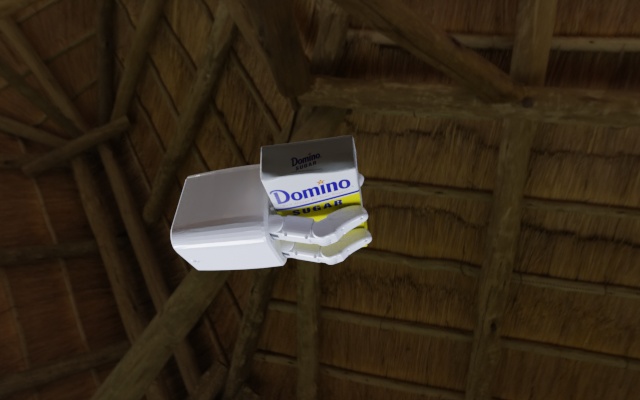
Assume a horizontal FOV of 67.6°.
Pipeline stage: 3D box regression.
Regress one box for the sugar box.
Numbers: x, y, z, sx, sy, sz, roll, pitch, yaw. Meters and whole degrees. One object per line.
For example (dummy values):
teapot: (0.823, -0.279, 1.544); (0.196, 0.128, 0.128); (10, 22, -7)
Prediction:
sugar box: (0.000, 0.002, 0.523); (0.093, 0.048, 0.176); (-7, -28, 7)
